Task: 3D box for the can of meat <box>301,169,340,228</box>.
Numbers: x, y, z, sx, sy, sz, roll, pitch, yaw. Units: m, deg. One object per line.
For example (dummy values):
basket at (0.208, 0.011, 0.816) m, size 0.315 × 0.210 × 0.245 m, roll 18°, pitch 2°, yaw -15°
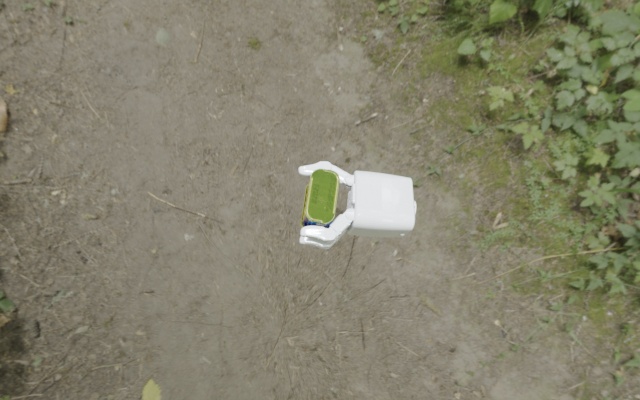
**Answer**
can of meat at (0.000, 0.003, 0.843) m, size 0.057 × 0.102 × 0.084 m, roll 9°, pitch -16°, yaw -3°
